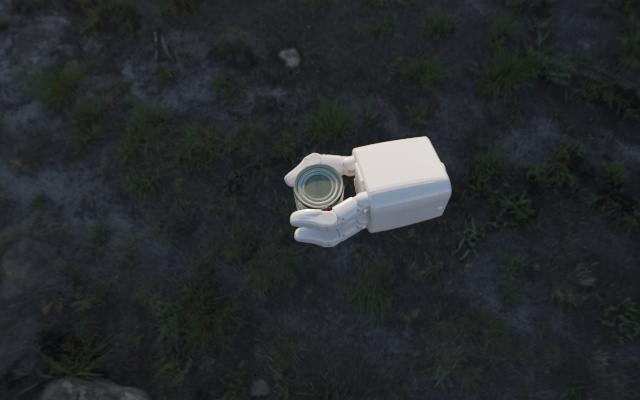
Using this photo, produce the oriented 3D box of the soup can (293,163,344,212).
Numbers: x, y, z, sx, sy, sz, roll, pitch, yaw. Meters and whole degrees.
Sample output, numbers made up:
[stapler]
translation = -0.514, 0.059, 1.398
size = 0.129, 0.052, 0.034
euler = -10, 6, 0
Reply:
[soup can]
translation = 0.000, 0.002, 0.658
size = 0.068, 0.068, 0.102
euler = 0, -25, 3
